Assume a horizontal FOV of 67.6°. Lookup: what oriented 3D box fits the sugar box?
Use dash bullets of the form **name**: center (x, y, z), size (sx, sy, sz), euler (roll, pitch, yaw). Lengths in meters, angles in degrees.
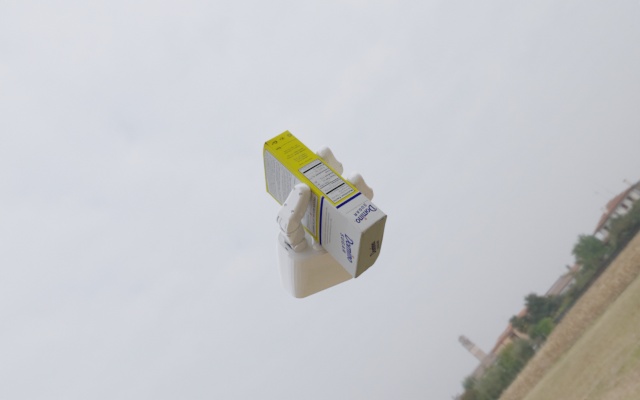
- **sugar box**: center (0.000, 0.002, 0.571), size (0.048, 0.093, 0.176), euler (-34, 59, -27)
